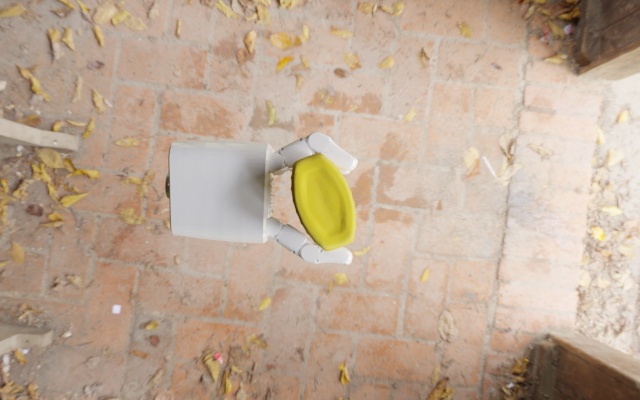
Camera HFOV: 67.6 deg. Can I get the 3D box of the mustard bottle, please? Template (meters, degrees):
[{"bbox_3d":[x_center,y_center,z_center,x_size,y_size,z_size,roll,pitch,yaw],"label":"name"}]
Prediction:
[{"bbox_3d":[0.000,0.002,0.555,0.058,0.096,0.191,-22,1,-2],"label":"mustard bottle"}]
